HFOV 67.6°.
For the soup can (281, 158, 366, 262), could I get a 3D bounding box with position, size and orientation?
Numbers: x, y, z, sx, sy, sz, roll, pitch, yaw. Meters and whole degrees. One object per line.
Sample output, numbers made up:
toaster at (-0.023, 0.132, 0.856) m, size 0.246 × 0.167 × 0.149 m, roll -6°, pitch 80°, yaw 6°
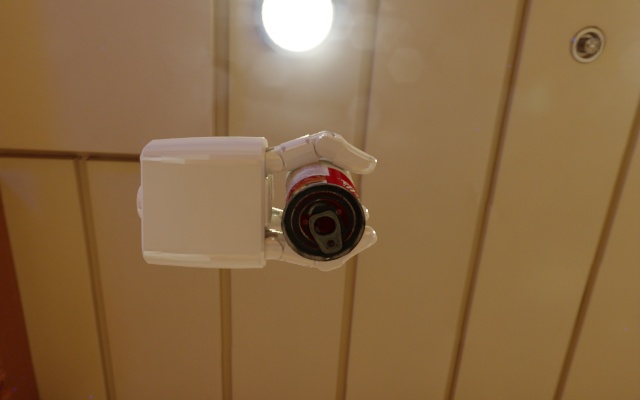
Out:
soup can at (0.001, 0.001, 0.427) m, size 0.068 × 0.068 × 0.102 m, roll 0°, pitch 20°, yaw -3°
